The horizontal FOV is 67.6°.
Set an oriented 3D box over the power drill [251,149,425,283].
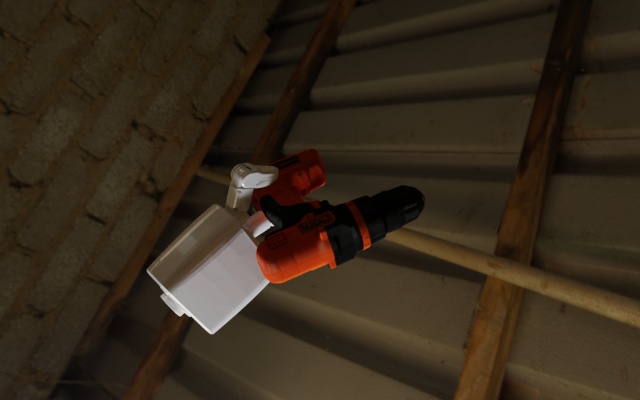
[{"bbox_3d":[0.000,0.002,0.544,0.184,0.057,0.187,-21,30,-11],"label":"power drill"}]
